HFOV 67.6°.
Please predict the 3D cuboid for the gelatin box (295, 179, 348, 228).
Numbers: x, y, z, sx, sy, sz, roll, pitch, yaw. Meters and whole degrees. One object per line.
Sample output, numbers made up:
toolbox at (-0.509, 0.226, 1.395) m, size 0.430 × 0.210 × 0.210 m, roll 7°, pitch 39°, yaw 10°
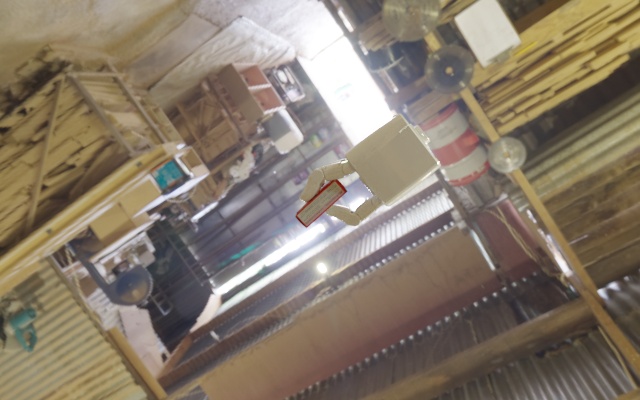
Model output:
gelatin box at (0.000, 0.003, 0.774) m, size 0.089 × 0.030 × 0.073 m, roll -43°, pitch 3°, yaw 1°
